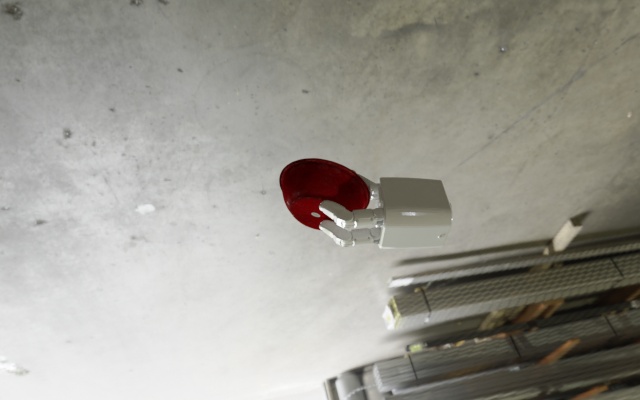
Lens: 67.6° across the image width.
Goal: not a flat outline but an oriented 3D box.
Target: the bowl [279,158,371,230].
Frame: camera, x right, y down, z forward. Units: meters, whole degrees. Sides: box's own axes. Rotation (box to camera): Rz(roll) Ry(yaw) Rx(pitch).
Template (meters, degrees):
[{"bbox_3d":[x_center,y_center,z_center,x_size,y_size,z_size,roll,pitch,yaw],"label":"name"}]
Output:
[{"bbox_3d":[-0.001,0.003,0.805,0.162,0.055,0.162,12,-36,8],"label":"bowl"}]
